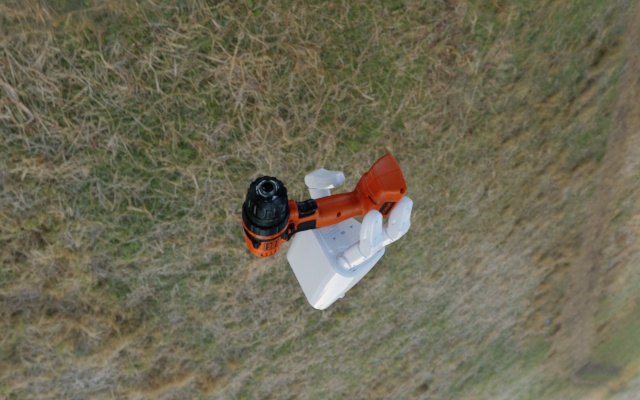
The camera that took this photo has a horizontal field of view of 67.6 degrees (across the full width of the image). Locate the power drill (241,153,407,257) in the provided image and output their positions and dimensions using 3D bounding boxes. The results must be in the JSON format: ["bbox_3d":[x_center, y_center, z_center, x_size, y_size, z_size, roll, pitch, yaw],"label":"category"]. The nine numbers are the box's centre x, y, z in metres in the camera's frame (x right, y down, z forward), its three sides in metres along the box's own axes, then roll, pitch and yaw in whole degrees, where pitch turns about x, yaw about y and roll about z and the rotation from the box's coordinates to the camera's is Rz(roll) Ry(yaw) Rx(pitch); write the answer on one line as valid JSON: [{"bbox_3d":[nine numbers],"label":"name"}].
[{"bbox_3d":[0.000,0.002,0.553,0.187,0.057,0.184,-15,-17,-14],"label":"power drill"}]
